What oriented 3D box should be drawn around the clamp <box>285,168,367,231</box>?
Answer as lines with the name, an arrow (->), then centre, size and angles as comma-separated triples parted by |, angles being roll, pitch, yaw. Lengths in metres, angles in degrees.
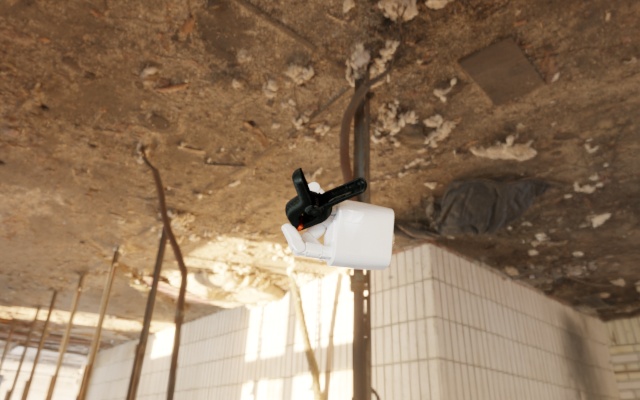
clamp -> 0.000, 0.003, 0.781 | 0.120, 0.039, 0.171 | 8, -29, -11
